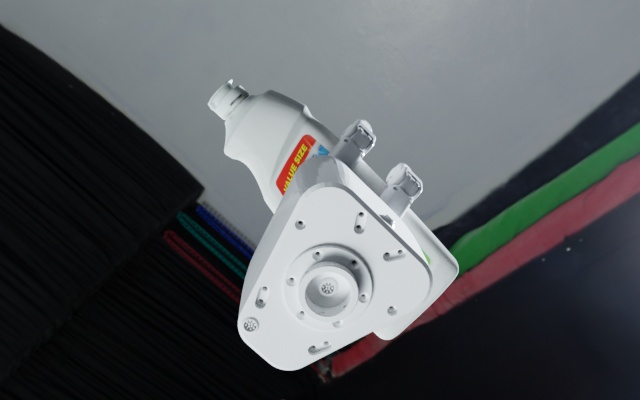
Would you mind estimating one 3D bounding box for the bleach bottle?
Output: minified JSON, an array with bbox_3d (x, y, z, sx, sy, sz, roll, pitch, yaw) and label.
[{"bbox_3d":[0.000,0.001,0.416,0.251,0.102,0.068,44,5,-9],"label":"bleach bottle"}]
